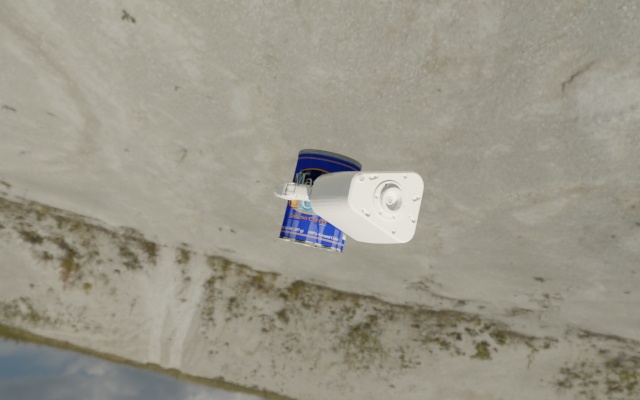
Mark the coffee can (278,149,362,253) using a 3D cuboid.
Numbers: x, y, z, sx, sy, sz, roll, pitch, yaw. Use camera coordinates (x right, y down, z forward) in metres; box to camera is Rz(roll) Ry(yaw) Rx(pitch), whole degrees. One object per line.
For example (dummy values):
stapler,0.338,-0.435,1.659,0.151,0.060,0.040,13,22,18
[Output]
coffee can,0.000,0.002,0.744,0.103,0.140,0.103,13,-7,2
